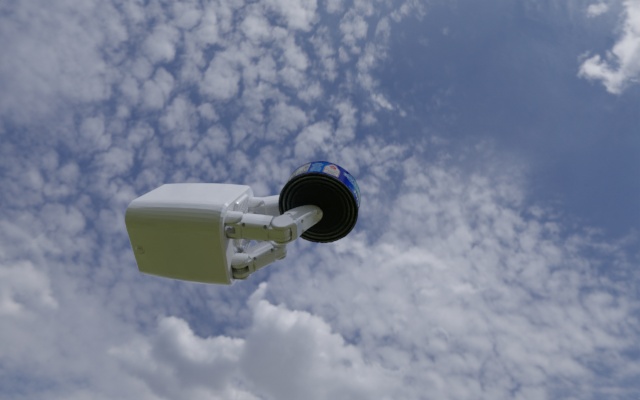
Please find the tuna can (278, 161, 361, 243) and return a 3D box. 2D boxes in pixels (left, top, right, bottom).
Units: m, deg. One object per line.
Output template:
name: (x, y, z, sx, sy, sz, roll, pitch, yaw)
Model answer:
tuna can: (0.000, 0.001, 0.515, 0.086, 0.086, 0.033, 0, 29, 13)
